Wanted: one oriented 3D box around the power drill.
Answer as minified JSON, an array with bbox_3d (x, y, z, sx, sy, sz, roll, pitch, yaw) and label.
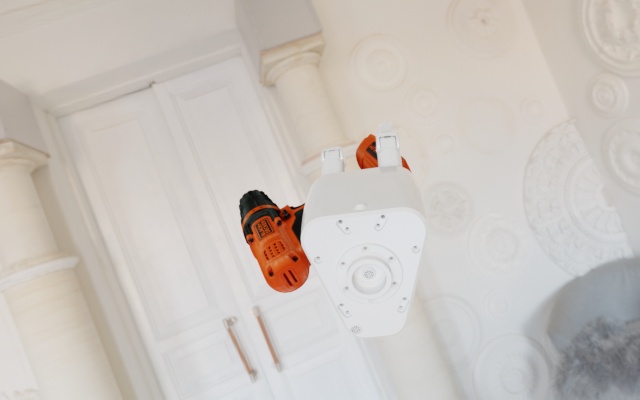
[{"bbox_3d":[0.001,0.002,0.531,0.187,0.057,0.184,-33,33,-3],"label":"power drill"}]
